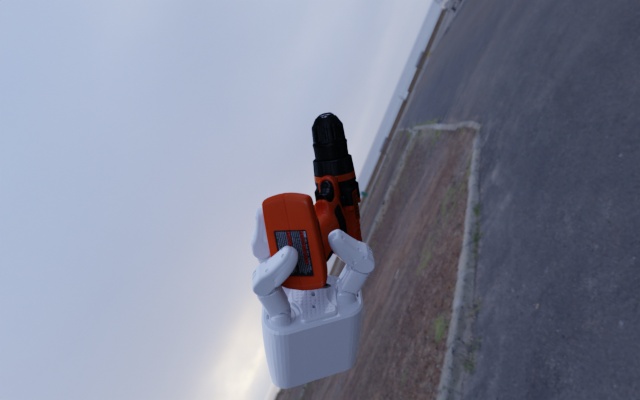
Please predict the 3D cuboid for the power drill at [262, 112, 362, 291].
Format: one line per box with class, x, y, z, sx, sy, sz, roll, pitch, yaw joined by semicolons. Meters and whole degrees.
power drill;0.000;0.002;0.542;0.057;0.184;0.187;-5;16;22
